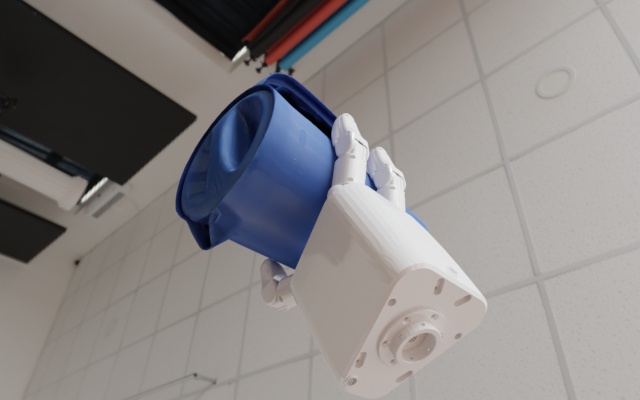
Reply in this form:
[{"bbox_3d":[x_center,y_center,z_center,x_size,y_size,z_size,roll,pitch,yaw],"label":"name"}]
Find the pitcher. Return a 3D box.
[{"bbox_3d":[0.000,0.002,0.465,0.243,0.149,0.145,34,12,-33],"label":"pitcher"}]
